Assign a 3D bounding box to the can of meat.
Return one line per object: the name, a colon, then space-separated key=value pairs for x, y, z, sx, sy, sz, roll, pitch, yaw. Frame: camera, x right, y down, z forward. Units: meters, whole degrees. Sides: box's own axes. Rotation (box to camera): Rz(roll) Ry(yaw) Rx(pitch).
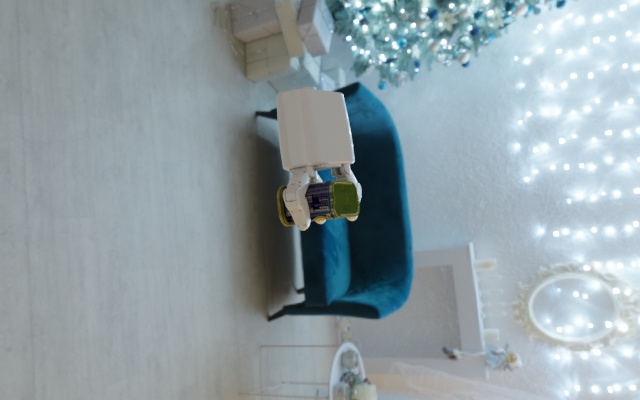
can of meat: x=0.000 y=0.002 z=0.682 sx=0.084 sy=0.057 sz=0.102 roll=-8 pitch=-3 yaw=25
